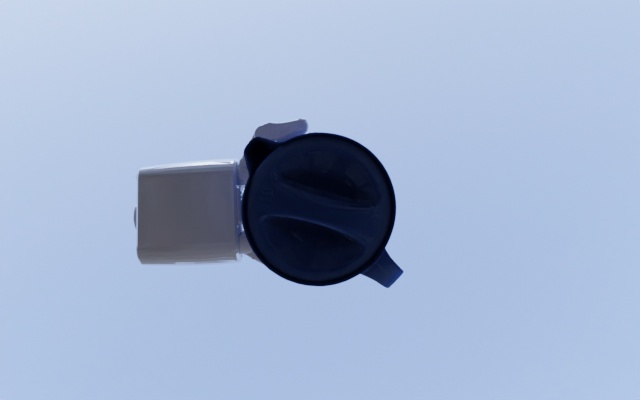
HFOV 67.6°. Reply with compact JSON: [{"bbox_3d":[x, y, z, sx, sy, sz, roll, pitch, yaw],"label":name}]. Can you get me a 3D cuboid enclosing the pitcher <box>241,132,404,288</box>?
[{"bbox_3d":[0.000,0.002,0.520,0.145,0.149,0.243,-3,8,-2],"label":"pitcher"}]
